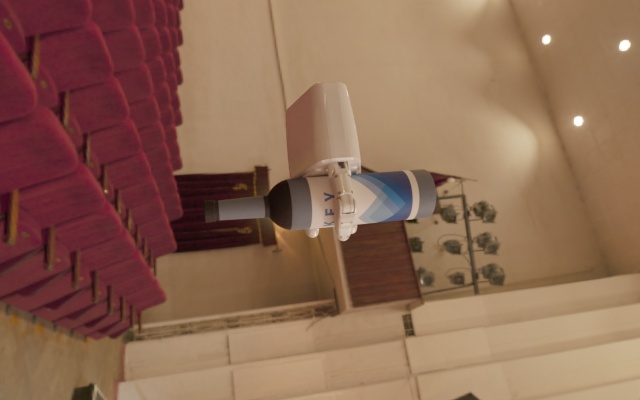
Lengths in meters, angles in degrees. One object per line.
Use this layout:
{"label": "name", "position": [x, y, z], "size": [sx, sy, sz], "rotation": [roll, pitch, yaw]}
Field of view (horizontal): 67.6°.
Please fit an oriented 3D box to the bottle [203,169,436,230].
{"label": "bottle", "position": [0.000, 0.002, 0.619], "size": [0.296, 0.069, 0.069], "rotation": [-5, 1, -13]}
